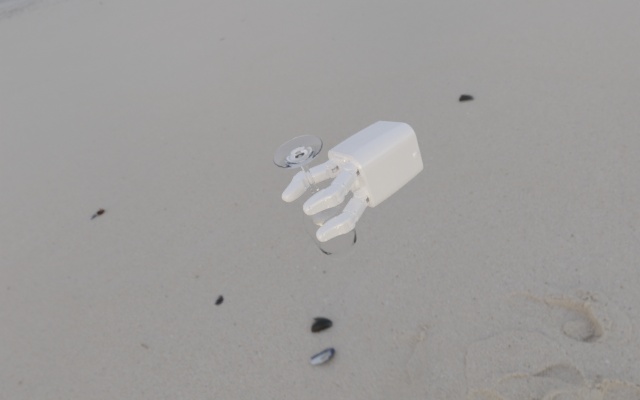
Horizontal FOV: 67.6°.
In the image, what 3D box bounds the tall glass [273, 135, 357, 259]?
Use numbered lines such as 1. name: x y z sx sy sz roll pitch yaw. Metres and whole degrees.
1. tall glass: 0.000 0.002 0.731 0.079 0.201 0.079 -14 39 12
